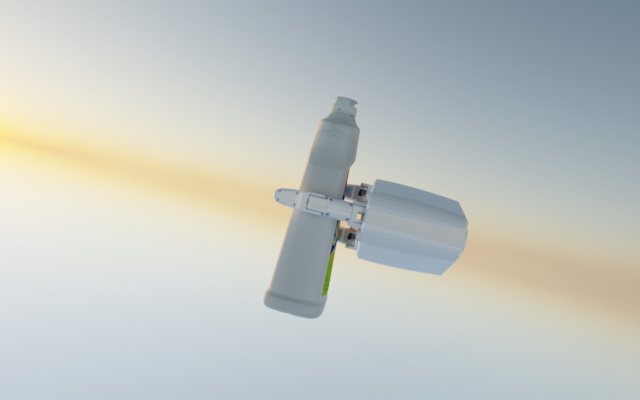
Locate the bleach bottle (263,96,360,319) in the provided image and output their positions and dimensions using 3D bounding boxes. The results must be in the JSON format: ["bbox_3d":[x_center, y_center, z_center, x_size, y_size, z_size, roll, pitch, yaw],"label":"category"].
[{"bbox_3d":[0.000,0.002,0.556,0.068,0.251,0.102,14,-2,6],"label":"bleach bottle"}]
